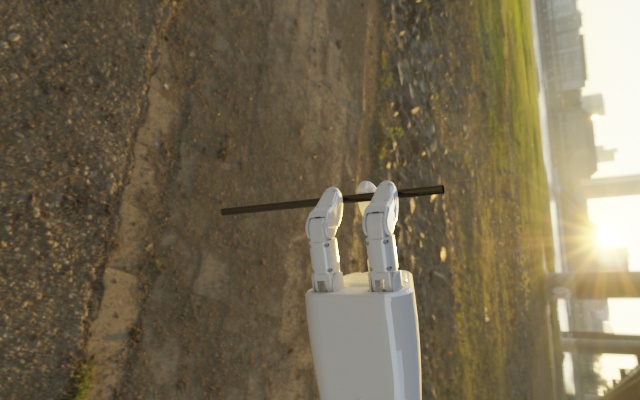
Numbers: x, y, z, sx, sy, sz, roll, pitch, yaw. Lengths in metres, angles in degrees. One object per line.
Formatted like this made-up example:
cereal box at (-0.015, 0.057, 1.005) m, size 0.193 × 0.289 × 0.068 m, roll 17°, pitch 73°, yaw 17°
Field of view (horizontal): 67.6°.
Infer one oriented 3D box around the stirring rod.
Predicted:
stirring rod at (0.000, 0.002, 0.470) m, size 0.239 × 0.011 × 0.011 m, roll -6°, pitch -3°, yaw 27°
